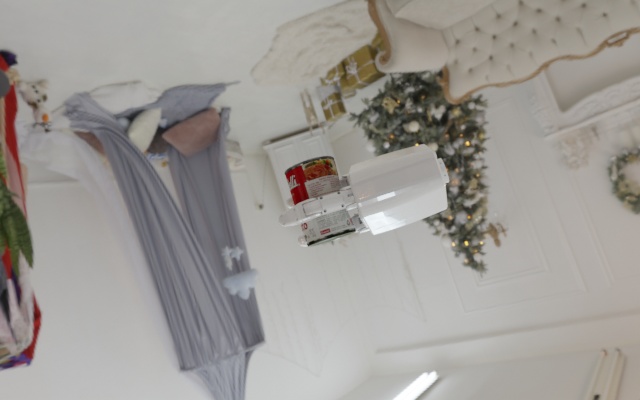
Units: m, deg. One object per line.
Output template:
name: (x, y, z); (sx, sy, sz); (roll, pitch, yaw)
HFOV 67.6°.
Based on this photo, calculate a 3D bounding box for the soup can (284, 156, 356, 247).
soup can: (0.000, 0.002, 0.618); (0.068, 0.102, 0.068); (-17, -8, -3)
